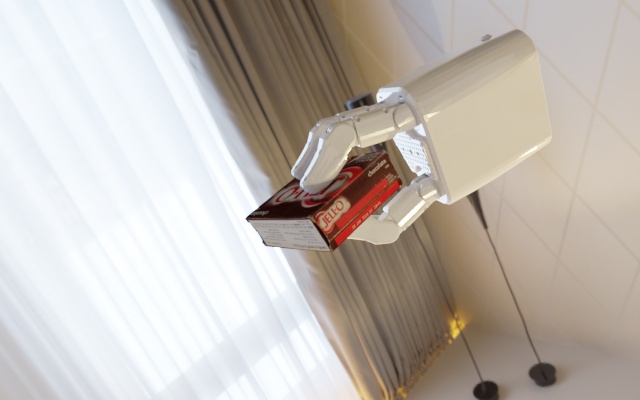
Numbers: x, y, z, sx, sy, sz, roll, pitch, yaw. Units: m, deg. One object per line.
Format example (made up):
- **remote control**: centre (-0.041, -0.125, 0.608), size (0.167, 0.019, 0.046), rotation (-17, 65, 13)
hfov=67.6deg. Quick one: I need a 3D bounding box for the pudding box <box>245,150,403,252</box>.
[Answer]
- **pudding box**: centre (0.000, 0.001, 0.403), size (0.090, 0.039, 0.113), rotation (-40, 17, -29)
